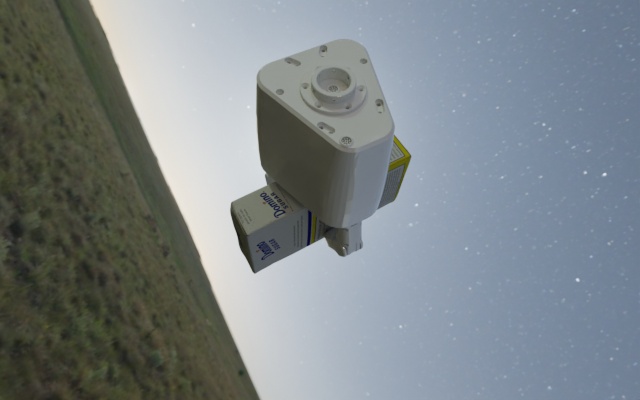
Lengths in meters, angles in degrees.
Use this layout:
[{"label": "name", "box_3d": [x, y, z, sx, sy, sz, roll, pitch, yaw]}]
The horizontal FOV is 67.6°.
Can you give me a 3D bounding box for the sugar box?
[{"label": "sugar box", "box_3d": [0.000, 0.001, 0.477, 0.176, 0.048, 0.093, -24, -26, -16]}]
